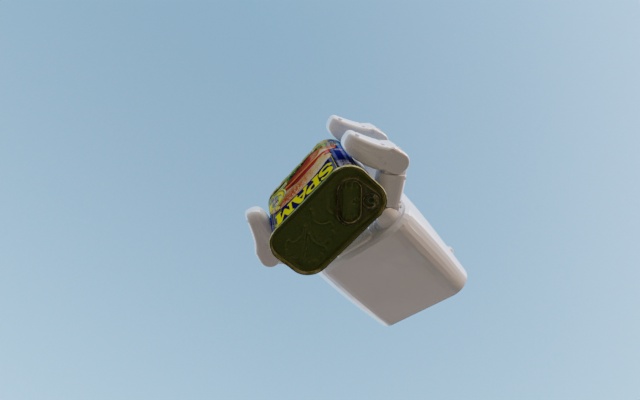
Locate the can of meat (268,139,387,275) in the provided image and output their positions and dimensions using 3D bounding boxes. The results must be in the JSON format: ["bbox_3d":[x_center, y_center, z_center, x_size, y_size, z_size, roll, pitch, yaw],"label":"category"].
[{"bbox_3d":[0.000,0.001,0.422,0.057,0.102,0.084,40,13,-23],"label":"can of meat"}]
